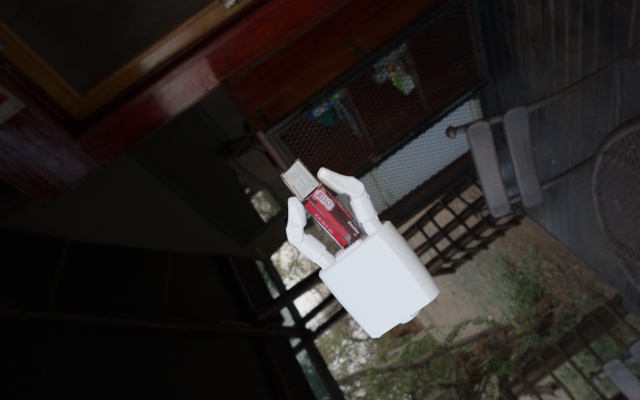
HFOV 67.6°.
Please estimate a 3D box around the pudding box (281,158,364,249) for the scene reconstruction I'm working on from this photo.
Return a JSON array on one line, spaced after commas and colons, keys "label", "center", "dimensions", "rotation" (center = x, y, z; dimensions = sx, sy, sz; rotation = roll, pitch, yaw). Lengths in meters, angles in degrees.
[{"label": "pudding box", "center": [0.000, 0.002, 0.610], "dimensions": [0.039, 0.090, 0.113], "rotation": [-42, 27, -1]}]
